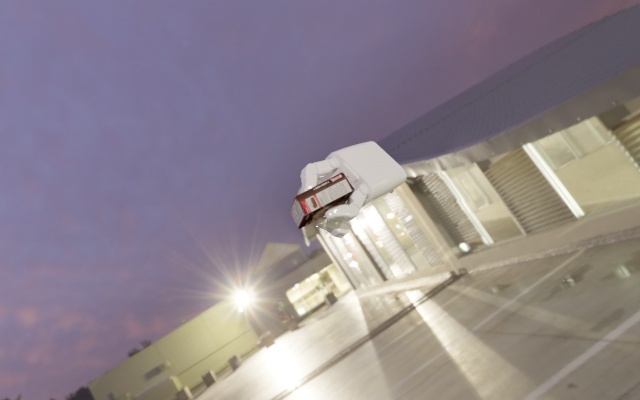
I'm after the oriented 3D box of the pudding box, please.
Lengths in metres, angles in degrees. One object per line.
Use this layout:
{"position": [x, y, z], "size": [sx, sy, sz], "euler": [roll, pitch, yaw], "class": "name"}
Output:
{"position": [0.000, 0.002, 0.773], "size": [0.090, 0.039, 0.113], "euler": [-28, -11, -13], "class": "pudding box"}
